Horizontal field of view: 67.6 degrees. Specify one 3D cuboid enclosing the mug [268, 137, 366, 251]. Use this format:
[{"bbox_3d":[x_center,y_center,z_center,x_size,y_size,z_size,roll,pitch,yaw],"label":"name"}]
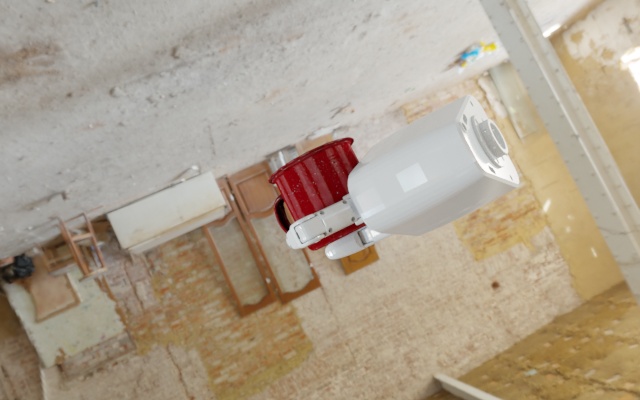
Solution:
[{"bbox_3d":[-0.001,0.002,0.470,0.117,0.081,0.093,-30,-6,33],"label":"mug"}]
